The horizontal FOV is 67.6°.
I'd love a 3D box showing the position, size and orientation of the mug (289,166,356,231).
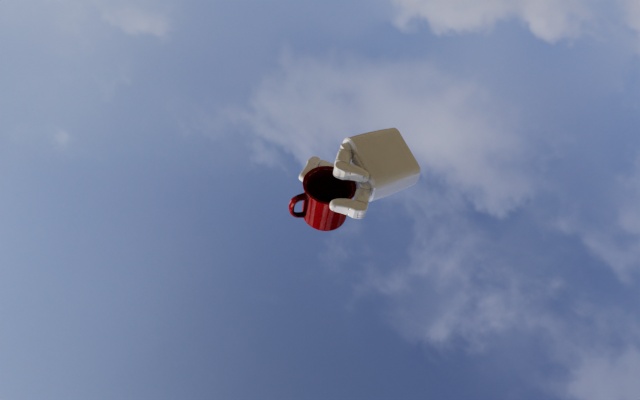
[{"bbox_3d":[-0.001,0.003,0.838,0.117,0.093,0.082,-15,-38,-22],"label":"mug"}]
